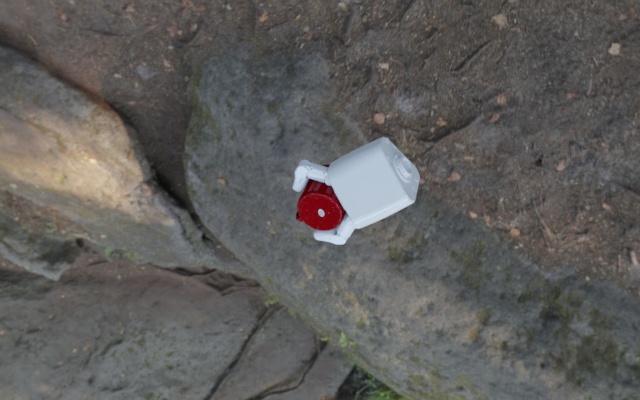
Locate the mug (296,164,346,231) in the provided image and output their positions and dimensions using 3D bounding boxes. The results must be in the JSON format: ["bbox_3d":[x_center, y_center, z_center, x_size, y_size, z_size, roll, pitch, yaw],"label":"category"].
[{"bbox_3d":[-0.001,0.003,0.832,0.117,0.093,0.081,-28,22,33],"label":"mug"}]
